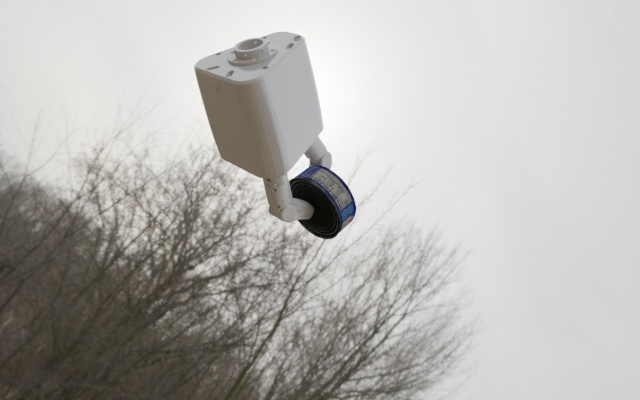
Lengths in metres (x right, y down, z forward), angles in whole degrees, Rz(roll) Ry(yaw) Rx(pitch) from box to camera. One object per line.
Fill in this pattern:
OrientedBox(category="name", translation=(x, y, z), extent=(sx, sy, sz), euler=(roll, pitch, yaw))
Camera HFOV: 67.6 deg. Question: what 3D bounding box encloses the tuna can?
OrientedBox(category="tuna can", translation=(0.000, 0.002, 0.567), extent=(0.033, 0.086, 0.086), euler=(-39, 24, -33))
